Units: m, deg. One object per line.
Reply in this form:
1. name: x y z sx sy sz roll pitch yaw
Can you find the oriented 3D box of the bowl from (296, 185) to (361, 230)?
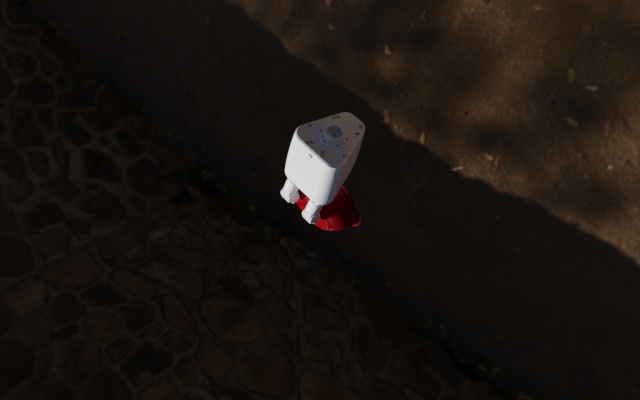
1. bowl: 0.000 0.004 0.893 0.055 0.162 0.162 -42 14 -17
